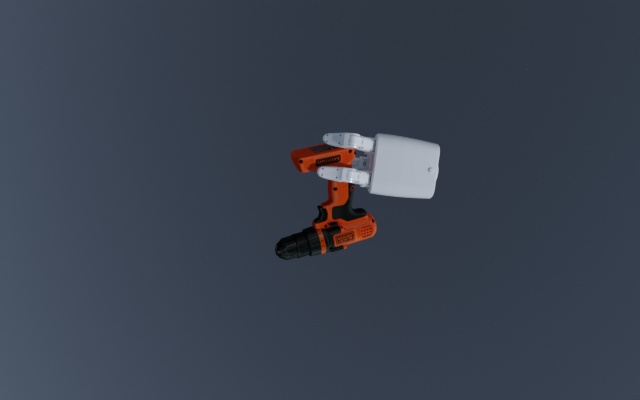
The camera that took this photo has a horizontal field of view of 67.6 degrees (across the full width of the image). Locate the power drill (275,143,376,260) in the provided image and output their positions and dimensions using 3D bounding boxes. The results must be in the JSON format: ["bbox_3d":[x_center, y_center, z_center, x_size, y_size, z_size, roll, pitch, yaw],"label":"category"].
[{"bbox_3d":[0.000,0.002,0.809,0.184,0.188,0.057,-16,25,-16],"label":"power drill"}]
